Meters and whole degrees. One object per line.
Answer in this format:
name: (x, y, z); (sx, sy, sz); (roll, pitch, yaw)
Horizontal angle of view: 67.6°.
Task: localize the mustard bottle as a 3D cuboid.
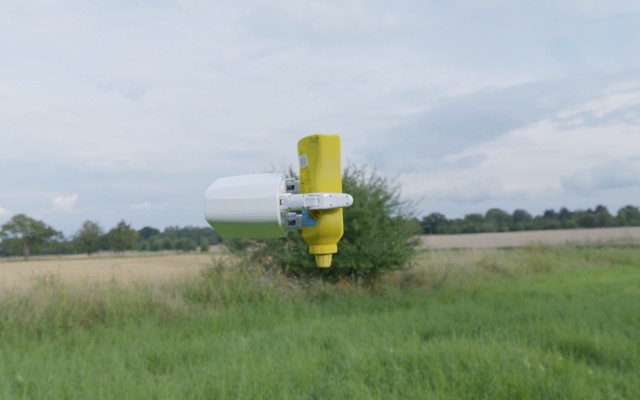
mustard bottle: (0.000, 0.002, 0.707); (0.058, 0.191, 0.096); (-1, -2, -22)
